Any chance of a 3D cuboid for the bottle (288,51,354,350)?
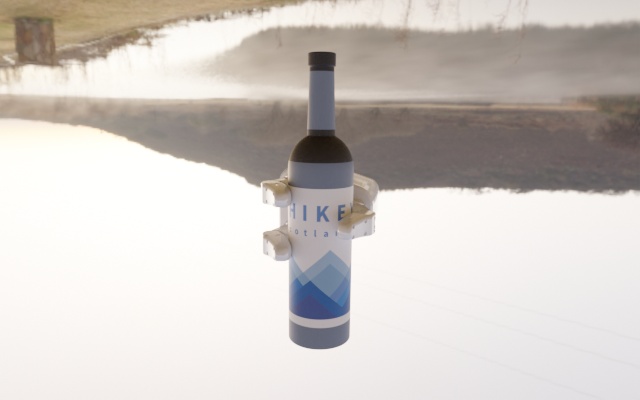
[{"bbox_3d":[0.000,0.002,0.490,0.069,0.296,0.069,1,11,0],"label":"bottle"}]
